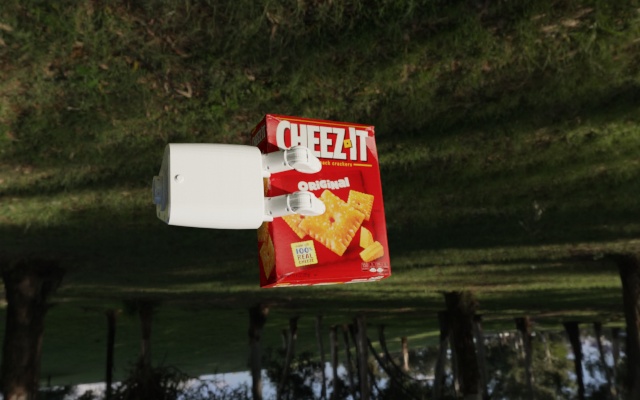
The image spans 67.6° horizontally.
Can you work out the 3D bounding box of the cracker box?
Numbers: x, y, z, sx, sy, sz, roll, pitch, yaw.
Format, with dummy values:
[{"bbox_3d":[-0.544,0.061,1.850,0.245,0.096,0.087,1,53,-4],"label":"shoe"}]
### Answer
[{"bbox_3d":[0.000,0.002,0.631,0.164,0.213,0.072,2,-15,-26],"label":"cracker box"}]
